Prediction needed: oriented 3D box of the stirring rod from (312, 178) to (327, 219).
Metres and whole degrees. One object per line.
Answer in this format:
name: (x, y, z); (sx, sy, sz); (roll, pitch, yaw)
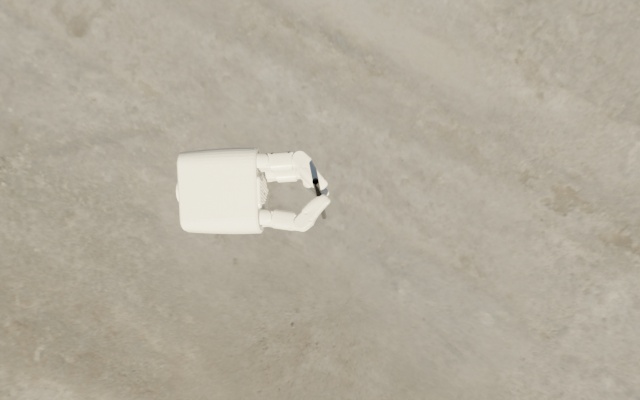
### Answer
stirring rod: (0.000, 0.002, 0.691); (0.011, 0.011, 0.239); (0, -12, 3)
